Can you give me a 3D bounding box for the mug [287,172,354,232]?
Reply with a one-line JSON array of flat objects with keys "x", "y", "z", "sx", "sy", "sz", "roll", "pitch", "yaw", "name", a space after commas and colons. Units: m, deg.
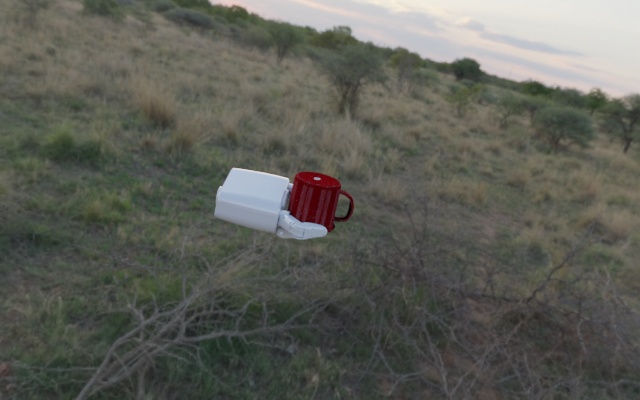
[{"x": 0.002, "y": 0.003, "z": 0.820, "sx": 0.117, "sy": 0.081, "sz": 0.093, "roll": 12, "pitch": 18, "yaw": -1, "name": "mug"}]
